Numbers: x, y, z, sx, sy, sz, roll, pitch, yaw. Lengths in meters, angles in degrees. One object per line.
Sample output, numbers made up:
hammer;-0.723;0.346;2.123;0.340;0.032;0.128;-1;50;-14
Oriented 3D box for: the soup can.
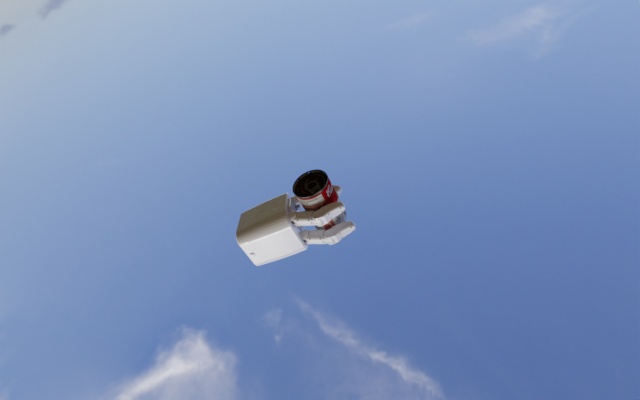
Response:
soup can;0.001;0.003;0.871;0.068;0.068;0.102;0;-41;30
